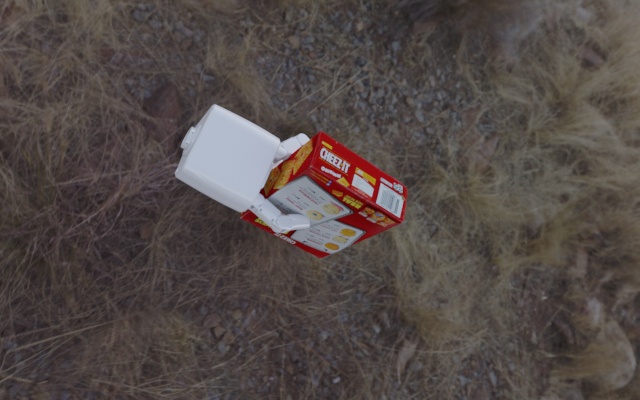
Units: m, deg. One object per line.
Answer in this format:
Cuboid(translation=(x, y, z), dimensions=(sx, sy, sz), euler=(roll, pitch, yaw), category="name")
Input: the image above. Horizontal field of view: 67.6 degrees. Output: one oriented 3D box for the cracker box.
Cuboid(translation=(0.000, 0.002, 0.729), dimensions=(0.164, 0.072, 0.214), euler=(30, -34, -22), category="cracker box")
